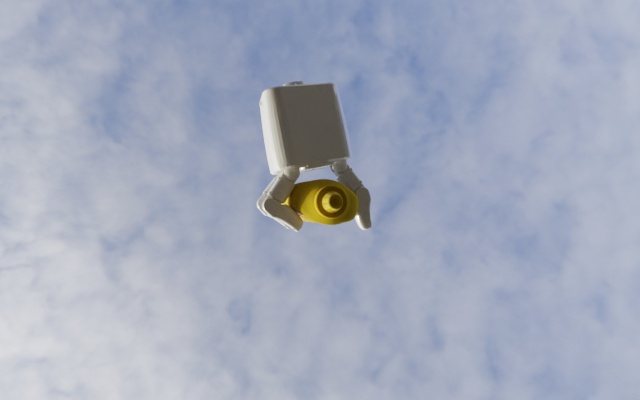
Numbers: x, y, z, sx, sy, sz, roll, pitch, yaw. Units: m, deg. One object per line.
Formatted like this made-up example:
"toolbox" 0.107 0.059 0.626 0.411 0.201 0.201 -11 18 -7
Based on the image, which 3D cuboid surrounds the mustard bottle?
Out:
"mustard bottle" 0.000 0.002 0.654 0.096 0.058 0.191 14 -4 -10
